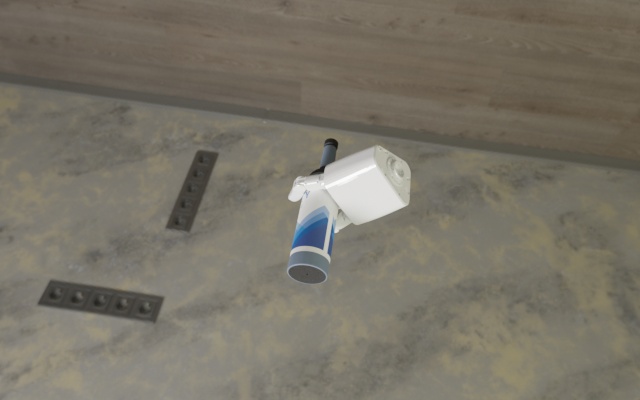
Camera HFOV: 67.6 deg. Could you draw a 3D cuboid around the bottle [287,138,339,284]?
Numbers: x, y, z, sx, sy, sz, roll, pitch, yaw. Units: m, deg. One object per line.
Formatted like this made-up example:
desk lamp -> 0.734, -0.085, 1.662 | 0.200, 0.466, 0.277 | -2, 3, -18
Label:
bottle -> 0.000, 0.003, 0.853 | 0.069, 0.295, 0.069 | 7, -37, 5
